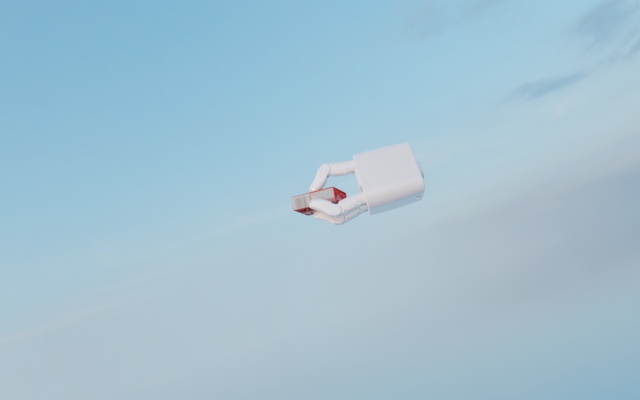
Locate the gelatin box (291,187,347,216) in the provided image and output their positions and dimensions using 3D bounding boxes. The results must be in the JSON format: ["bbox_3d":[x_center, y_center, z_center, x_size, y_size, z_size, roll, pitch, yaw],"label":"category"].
[{"bbox_3d":[0.000,0.003,0.899,0.089,0.030,0.073,-14,-13,17],"label":"gelatin box"}]
